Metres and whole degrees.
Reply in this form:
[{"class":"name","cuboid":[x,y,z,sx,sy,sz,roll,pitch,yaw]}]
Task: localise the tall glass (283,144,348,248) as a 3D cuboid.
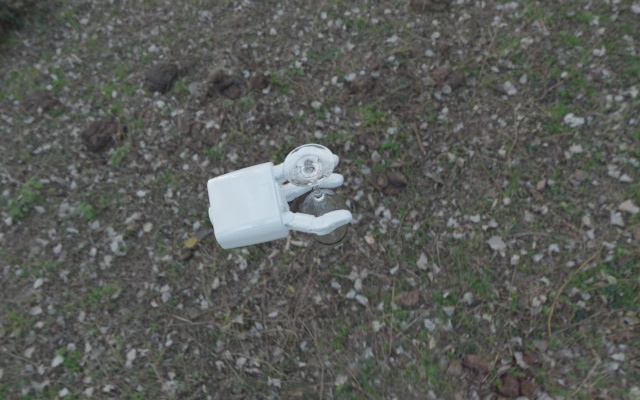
[{"class":"tall glass","cuboid":[0.000,0.002,0.749,0.079,0.079,0.201,0,-32,12]}]
